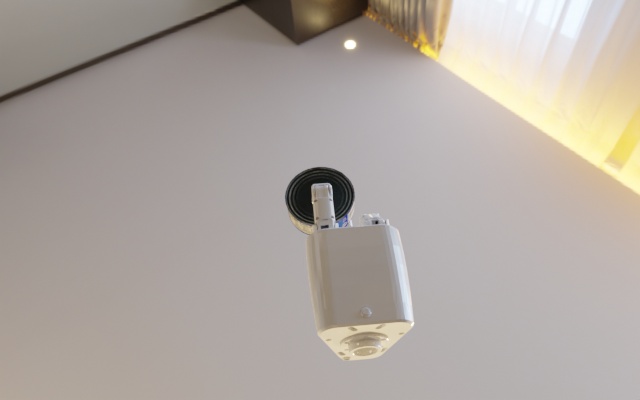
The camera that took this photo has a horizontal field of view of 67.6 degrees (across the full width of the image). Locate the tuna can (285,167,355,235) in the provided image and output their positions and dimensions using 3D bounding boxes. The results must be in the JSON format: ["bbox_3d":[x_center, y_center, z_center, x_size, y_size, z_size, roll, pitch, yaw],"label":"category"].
[{"bbox_3d":[0.000,0.002,0.596,0.086,0.086,0.034,0,-33,4],"label":"tuna can"}]
